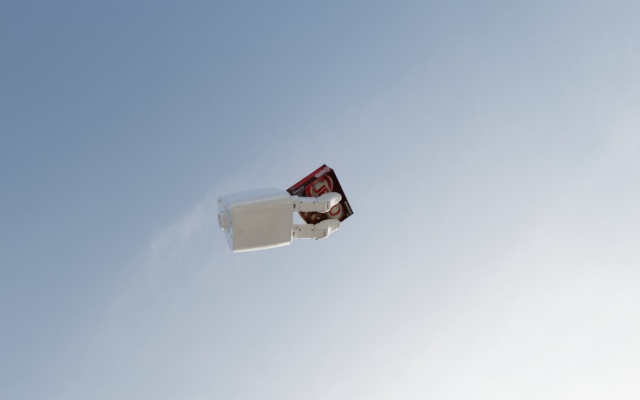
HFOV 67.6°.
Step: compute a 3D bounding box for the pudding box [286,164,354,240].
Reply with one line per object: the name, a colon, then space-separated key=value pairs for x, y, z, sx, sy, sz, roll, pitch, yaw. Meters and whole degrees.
pudding box: x=0.000 y=0.003 z=0.876 sx=0.090 sy=0.114 sz=0.039 roll=-35 pitch=37 yaw=-10
